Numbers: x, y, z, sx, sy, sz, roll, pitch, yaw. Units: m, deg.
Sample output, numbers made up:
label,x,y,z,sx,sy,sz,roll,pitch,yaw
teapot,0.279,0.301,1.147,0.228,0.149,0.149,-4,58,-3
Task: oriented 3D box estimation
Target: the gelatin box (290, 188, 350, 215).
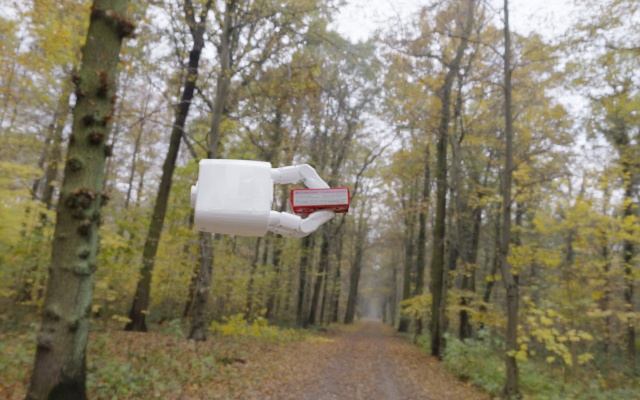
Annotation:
label,x,y,z,sx,sy,sz,roll,pitch,yaw
gelatin box,0.000,0.002,0.738,0.089,0.030,0.073,-3,-11,1
